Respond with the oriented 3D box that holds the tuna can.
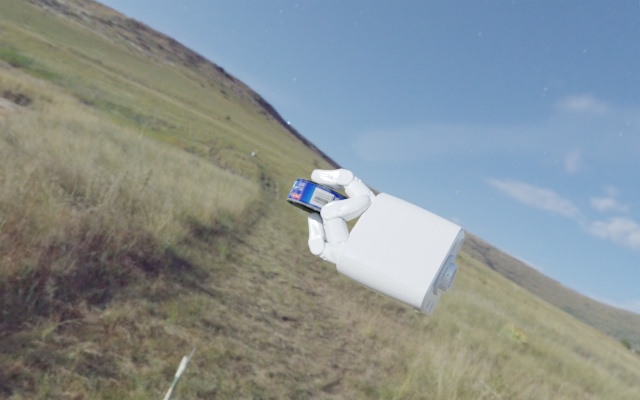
[{"bbox_3d":[0.000,0.002,0.638,0.086,0.033,0.086,23,-6,3],"label":"tuna can"}]
